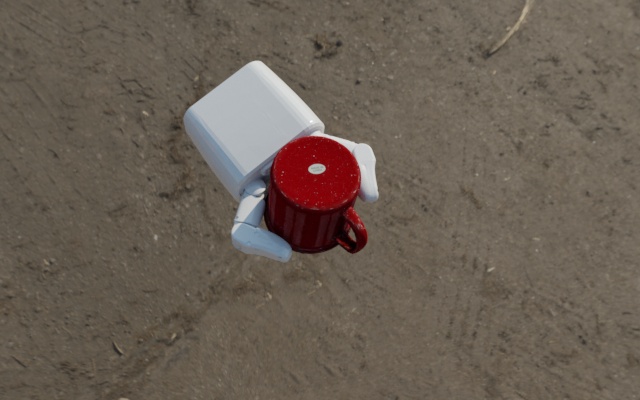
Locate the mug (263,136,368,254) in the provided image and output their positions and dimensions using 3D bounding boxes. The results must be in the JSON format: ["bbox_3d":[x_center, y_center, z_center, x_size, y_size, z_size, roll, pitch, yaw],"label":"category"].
[{"bbox_3d":[0.001,0.002,0.448,0.093,0.117,0.081,-34,-19,-22],"label":"mug"}]
